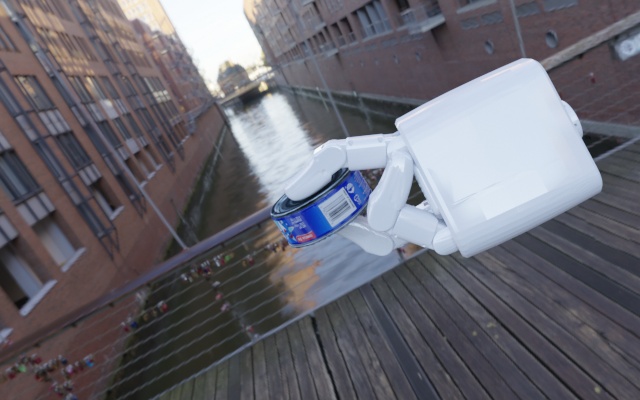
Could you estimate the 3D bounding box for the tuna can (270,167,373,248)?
[{"bbox_3d":[0.000,0.001,0.410,0.086,0.034,0.086,-31,16,10],"label":"tuna can"}]
